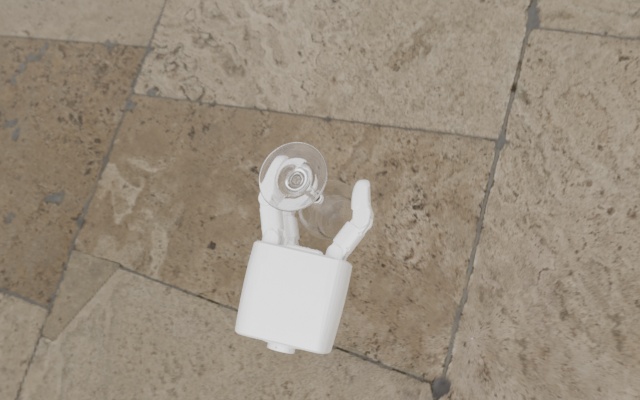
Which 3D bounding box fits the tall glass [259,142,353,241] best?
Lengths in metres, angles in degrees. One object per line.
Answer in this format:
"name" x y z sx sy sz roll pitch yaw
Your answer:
"tall glass" 0.000 0.002 0.574 0.079 0.079 0.201 0 -15 18
